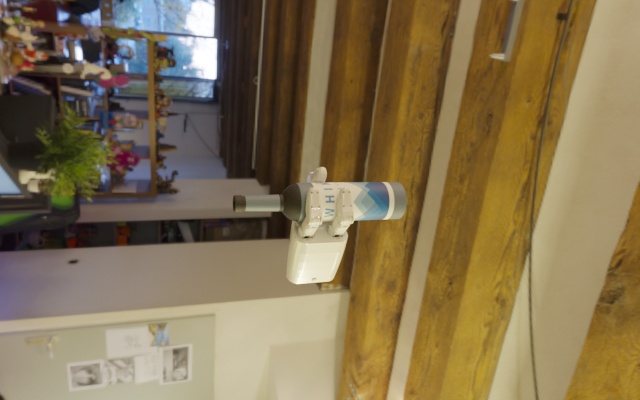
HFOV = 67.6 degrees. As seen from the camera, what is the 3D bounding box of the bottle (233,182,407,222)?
[{"bbox_3d":[0.000,0.003,0.814,0.296,0.069,0.069,-1,0,-19],"label":"bottle"}]
